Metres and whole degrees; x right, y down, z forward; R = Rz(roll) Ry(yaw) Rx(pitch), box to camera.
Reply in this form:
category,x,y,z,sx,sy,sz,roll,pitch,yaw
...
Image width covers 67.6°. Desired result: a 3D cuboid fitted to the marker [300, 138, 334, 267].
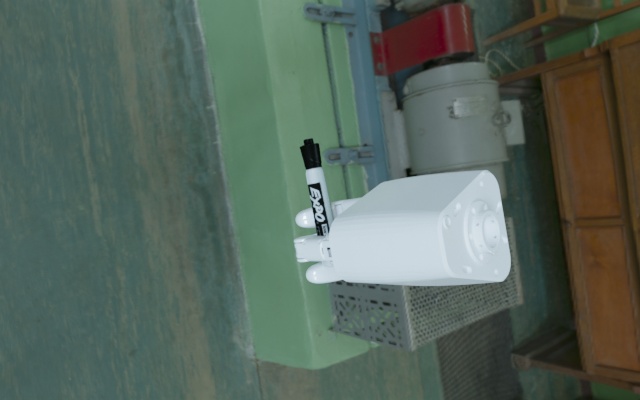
category,x,y,z,sx,sy,sz,roll,pitch,yaw
marker,0.000,0.001,0.452,0.020,0.121,0.020,-11,2,0
